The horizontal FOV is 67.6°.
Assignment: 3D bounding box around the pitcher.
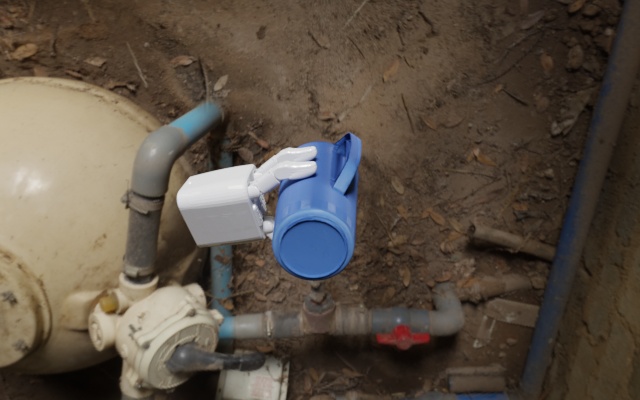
[{"bbox_3d":[0.000,0.002,0.713,0.145,0.149,0.242,-8,25,6],"label":"pitcher"}]
